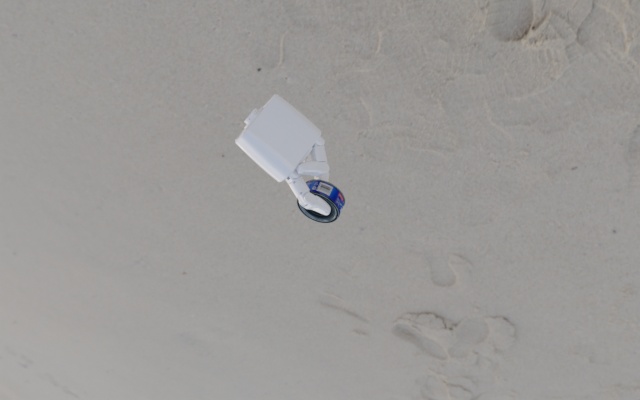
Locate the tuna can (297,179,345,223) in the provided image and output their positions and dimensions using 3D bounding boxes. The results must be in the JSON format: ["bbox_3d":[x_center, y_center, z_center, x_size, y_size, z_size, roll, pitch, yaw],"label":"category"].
[{"bbox_3d":[0.000,0.003,0.881,0.086,0.033,0.086,16,-38,13],"label":"tuna can"}]
